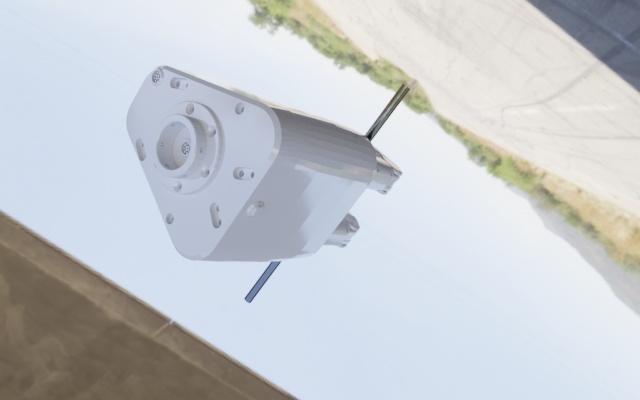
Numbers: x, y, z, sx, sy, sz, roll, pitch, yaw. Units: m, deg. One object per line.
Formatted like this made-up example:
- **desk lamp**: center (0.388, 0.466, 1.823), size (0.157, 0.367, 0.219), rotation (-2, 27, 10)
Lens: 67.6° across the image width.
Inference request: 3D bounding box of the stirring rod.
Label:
- **stirring rod**: center (0.000, 0.001, 0.416), size (0.011, 0.239, 0.011), rotation (33, 17, -12)
